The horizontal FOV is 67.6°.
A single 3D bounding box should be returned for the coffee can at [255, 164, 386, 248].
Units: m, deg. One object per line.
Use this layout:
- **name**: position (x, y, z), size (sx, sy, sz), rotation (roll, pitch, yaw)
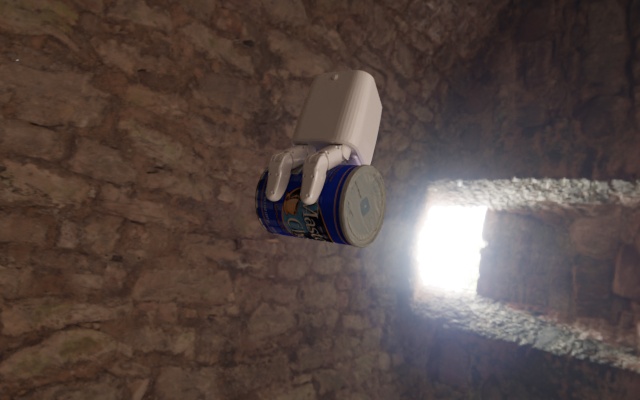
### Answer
- **coffee can**: position (0.000, 0.002, 0.625), size (0.140, 0.103, 0.103), rotation (5, 3, 36)
